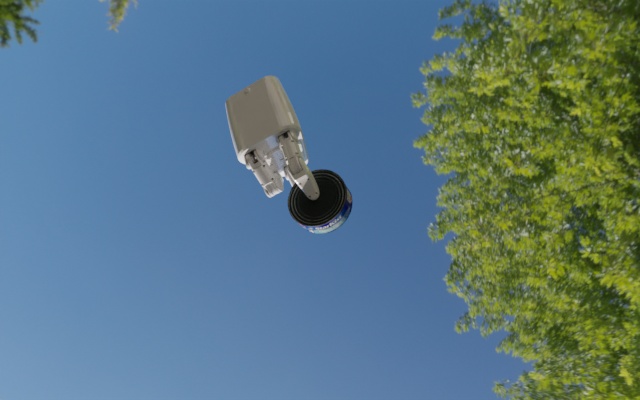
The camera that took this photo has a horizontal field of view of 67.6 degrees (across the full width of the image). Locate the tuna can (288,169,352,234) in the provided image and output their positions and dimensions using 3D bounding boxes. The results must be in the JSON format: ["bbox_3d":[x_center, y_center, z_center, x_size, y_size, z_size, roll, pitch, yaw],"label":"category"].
[{"bbox_3d":[0.000,0.002,0.660,0.086,0.086,0.034,0,-25,23],"label":"tuna can"}]
